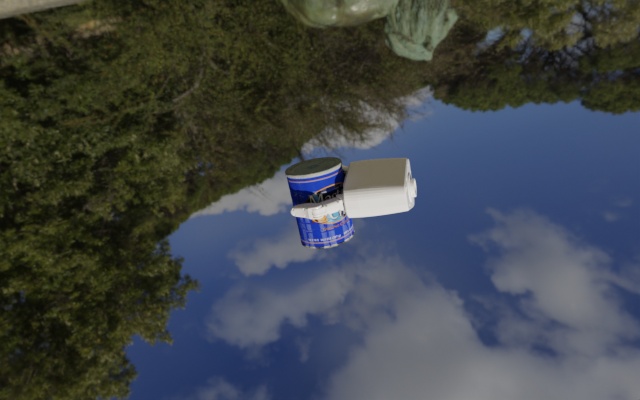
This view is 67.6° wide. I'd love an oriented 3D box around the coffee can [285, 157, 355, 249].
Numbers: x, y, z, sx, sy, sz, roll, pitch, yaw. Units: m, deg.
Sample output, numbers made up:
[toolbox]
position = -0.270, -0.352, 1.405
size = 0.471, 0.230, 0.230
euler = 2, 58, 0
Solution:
[coffee can]
position = 0.000, 0.003, 0.868
size = 0.103, 0.140, 0.102
euler = -10, 19, 4
